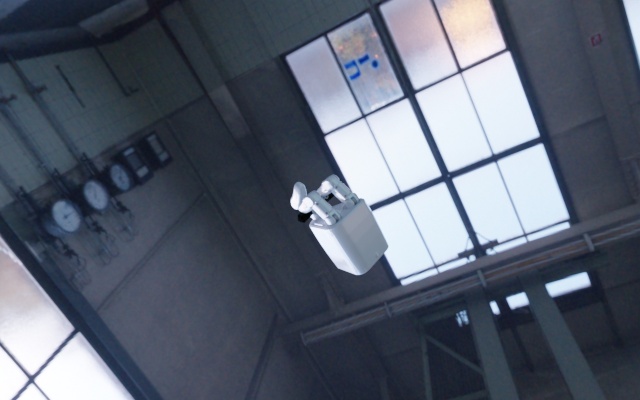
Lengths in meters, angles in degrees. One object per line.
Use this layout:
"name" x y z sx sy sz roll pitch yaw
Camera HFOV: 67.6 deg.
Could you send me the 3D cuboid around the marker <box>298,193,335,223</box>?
"marker" 0.000 0.003 0.891 0.020 0.020 0.121 0 33 48
